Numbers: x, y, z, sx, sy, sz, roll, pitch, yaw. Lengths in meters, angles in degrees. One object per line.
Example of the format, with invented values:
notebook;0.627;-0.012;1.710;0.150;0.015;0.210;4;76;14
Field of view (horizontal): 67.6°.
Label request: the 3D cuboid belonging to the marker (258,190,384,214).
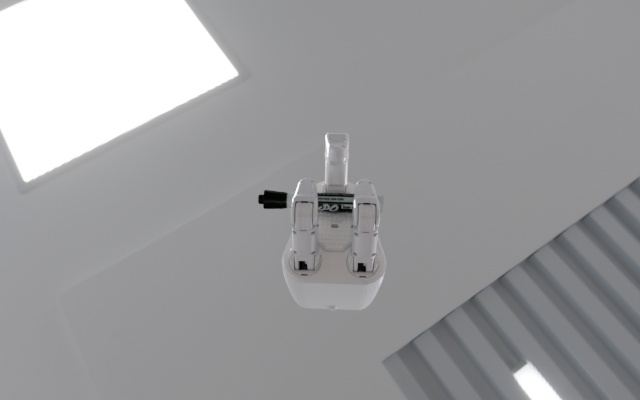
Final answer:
marker;0.000;0.001;0.463;0.121;0.020;0.020;2;0;2
